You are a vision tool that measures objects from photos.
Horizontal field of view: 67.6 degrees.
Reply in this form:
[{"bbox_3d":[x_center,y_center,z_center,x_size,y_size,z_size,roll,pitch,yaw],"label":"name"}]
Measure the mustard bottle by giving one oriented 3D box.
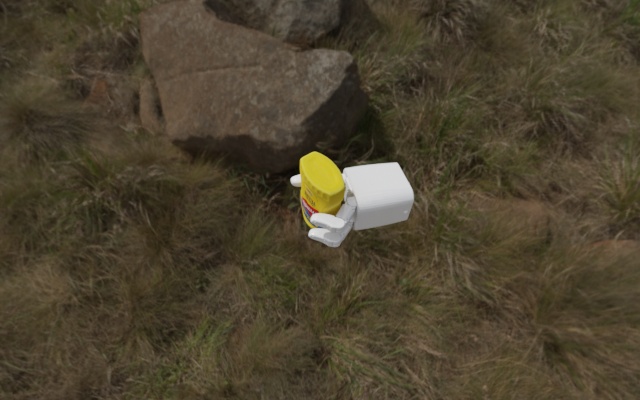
[{"bbox_3d":[0.000,0.003,0.876,0.058,0.096,0.192,-31,-26,-20],"label":"mustard bottle"}]
